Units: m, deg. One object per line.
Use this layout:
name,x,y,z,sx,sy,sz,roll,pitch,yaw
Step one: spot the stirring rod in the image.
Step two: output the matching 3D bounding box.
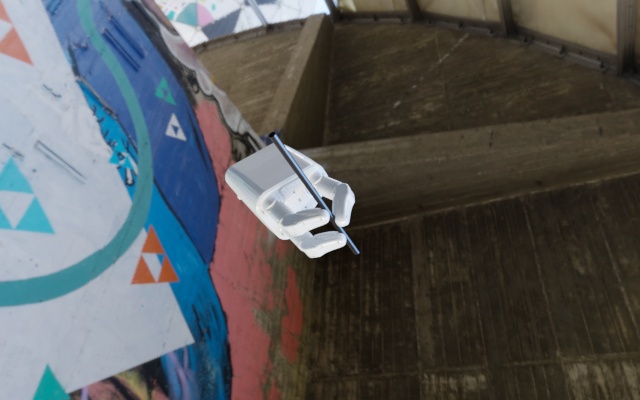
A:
stirring rod,0.000,0.002,0.577,0.011,0.011,0.240,0,-36,31
